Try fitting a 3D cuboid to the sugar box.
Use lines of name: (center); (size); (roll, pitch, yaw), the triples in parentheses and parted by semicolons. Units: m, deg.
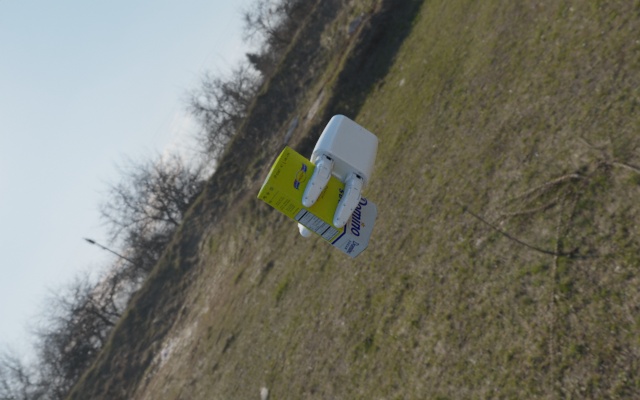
sugar box: (0.000, 0.002, 0.722); (0.176, 0.093, 0.048); (31, -45, -9)
